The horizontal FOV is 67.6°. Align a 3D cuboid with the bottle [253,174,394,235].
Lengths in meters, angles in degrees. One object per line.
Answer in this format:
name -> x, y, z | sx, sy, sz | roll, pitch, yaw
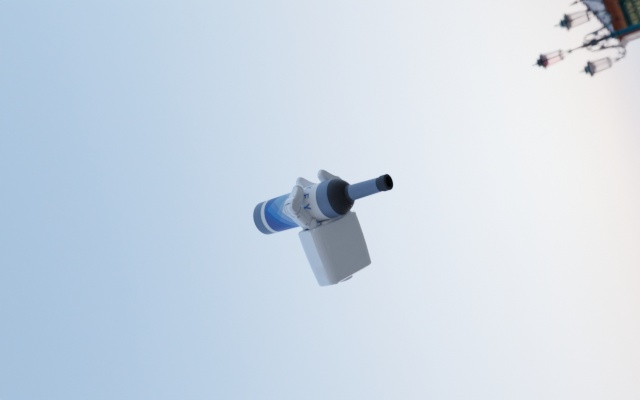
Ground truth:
bottle -> 0.000, 0.003, 0.853 | 0.296, 0.069, 0.069 | -17, -11, 39
